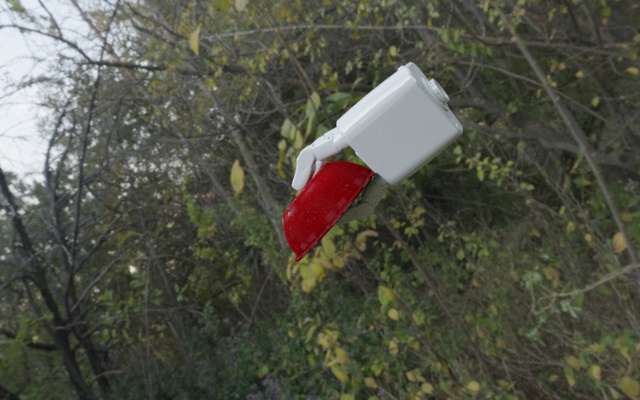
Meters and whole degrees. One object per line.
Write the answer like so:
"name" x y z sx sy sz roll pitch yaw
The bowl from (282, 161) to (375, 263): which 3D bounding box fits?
"bowl" -0.001 0.003 0.621 0.055 0.162 0.162 40 -1 -1
